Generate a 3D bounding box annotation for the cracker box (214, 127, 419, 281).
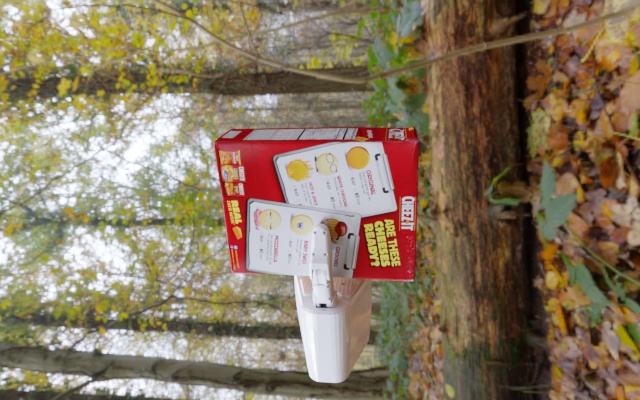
[{"bbox_3d":[0.000,0.002,0.542,0.213,0.164,0.072,1,24,9],"label":"cracker box"}]
